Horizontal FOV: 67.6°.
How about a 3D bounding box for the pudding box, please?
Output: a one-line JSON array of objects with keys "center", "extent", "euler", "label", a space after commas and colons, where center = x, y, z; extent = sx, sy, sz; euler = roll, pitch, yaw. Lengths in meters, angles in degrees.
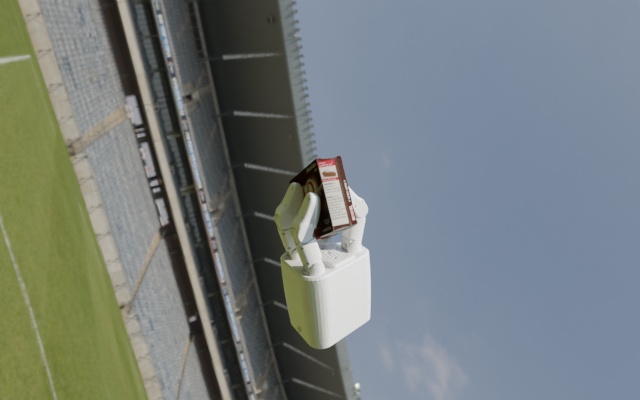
[{"center": [0.000, 0.002, 0.611], "extent": [0.039, 0.090, 0.113], "euler": [-11, -9, -25], "label": "pudding box"}]
